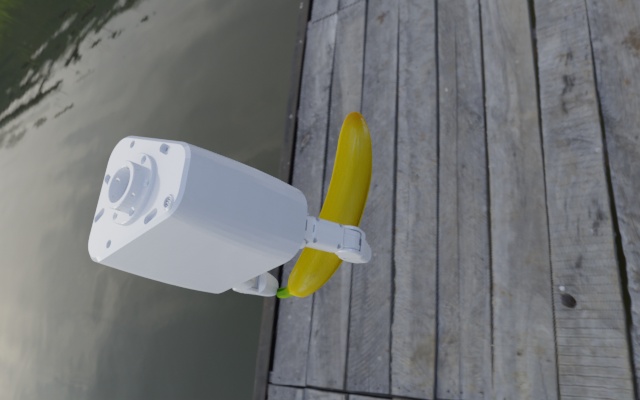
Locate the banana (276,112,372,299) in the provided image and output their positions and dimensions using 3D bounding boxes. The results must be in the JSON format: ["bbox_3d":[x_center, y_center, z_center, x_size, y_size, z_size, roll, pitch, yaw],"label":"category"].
[{"bbox_3d":[0.011,0.010,0.443,0.037,0.198,0.069,24,-1,-43],"label":"banana"}]
